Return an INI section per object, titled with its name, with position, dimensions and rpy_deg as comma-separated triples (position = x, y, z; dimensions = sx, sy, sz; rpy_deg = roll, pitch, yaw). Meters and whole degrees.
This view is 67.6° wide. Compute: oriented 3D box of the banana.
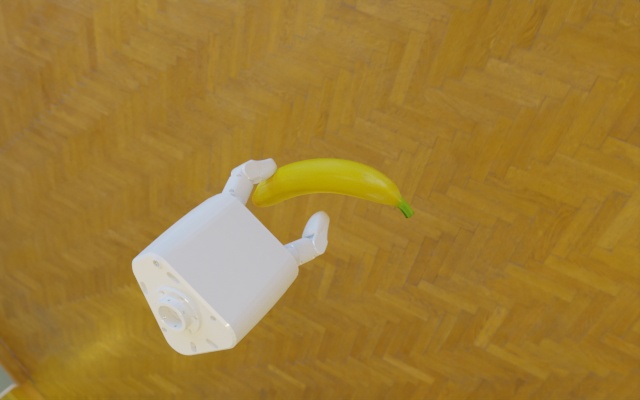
[banana]
position = 0.001, -0.015, 0.525
dimensions = 0.198, 0.070, 0.037
rpy_deg = 5, 30, 26
